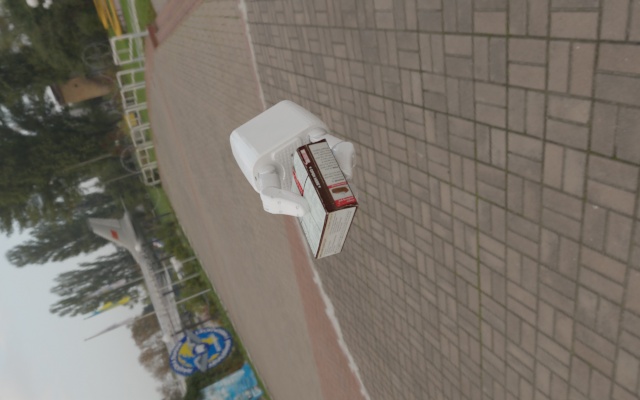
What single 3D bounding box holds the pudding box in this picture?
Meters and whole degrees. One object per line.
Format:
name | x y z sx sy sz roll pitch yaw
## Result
pudding box | 0.000 0.002 0.534 0.039 0.090 0.114 -18 -27 -16
